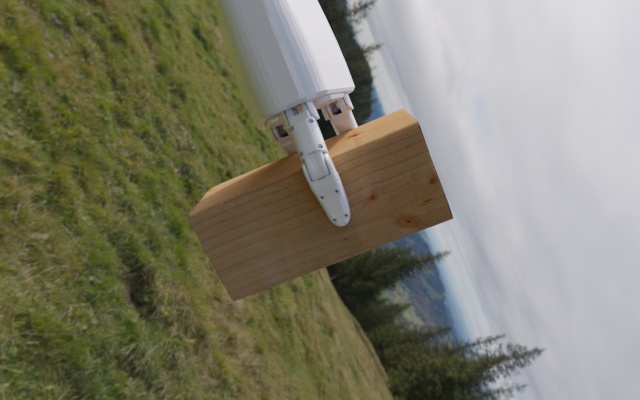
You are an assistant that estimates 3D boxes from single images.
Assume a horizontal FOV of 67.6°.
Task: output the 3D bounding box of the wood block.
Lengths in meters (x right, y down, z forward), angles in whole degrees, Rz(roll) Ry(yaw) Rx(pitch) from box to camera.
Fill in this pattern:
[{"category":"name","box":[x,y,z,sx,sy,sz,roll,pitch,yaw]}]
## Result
[{"category":"wood block","box":[0.000,0.001,0.439,0.206,0.090,0.090,-22,17,8]}]
